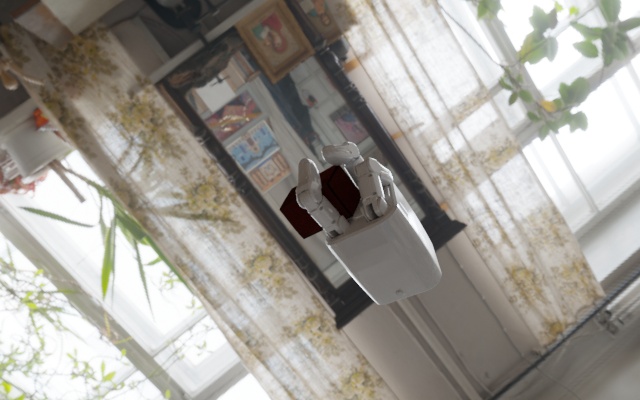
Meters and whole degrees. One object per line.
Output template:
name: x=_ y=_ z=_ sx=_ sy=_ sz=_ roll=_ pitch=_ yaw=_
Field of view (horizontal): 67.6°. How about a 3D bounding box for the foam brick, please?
foam brick: x=0.000 y=0.002 z=0.577 sx=0.078 sy=0.051 sz=0.053 roll=-27 pitch=20 yaw=32
